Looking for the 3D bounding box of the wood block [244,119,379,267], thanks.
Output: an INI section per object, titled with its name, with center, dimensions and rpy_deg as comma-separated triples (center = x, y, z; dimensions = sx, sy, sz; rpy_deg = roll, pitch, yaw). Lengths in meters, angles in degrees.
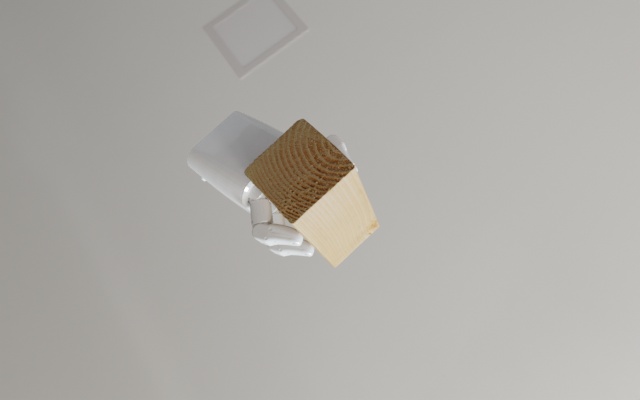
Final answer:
[wood block]
center = 0.000, 0.002, 0.592
dimensions = 0.090, 0.091, 0.206
rpy_deg = 45, -4, 24
